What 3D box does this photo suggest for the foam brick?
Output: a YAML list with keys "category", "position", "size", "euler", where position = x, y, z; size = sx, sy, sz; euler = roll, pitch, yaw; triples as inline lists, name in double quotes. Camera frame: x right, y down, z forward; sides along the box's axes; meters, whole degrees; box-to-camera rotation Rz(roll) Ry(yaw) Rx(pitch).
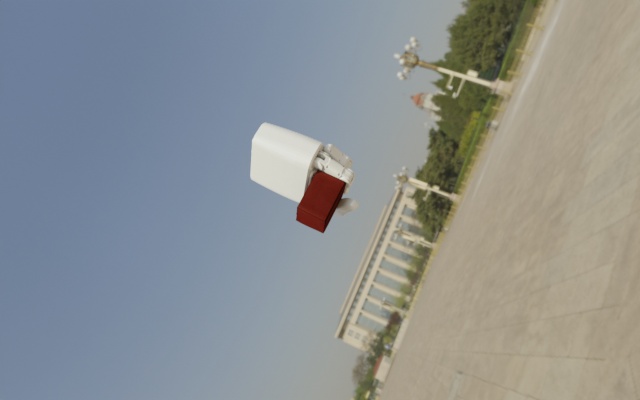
- category: "foam brick"
  position: [0.000, 0.003, 0.759]
  size: [0.051, 0.078, 0.053]
  euler: [25, -25, 6]
